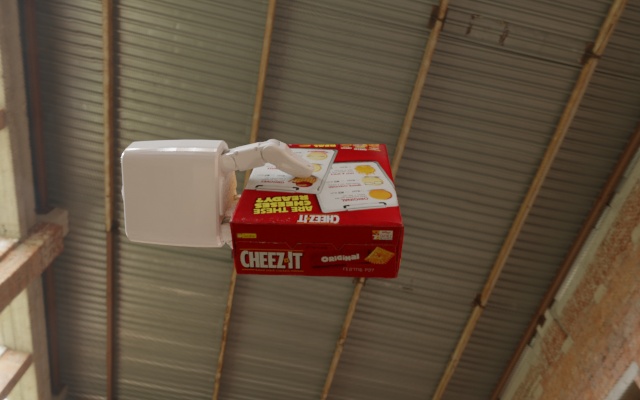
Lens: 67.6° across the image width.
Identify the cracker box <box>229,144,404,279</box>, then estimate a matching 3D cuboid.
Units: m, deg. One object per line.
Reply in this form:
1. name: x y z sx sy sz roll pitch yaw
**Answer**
1. cracker box: 0.000 0.002 0.548 0.164 0.072 0.213 1 28 2
